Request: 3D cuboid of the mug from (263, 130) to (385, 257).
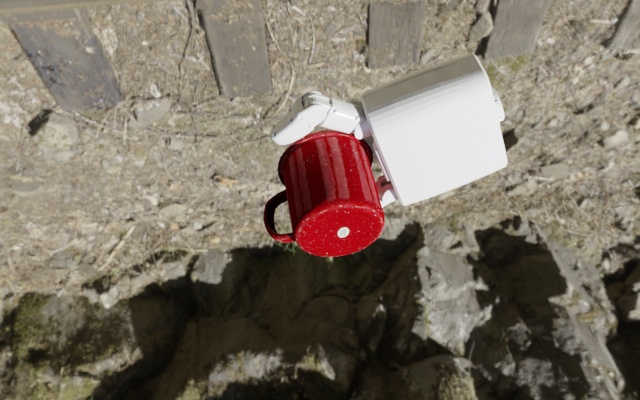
[{"bbox_3d":[-0.001,0.002,0.438,0.117,0.081,0.093,-21,-39,12],"label":"mug"}]
